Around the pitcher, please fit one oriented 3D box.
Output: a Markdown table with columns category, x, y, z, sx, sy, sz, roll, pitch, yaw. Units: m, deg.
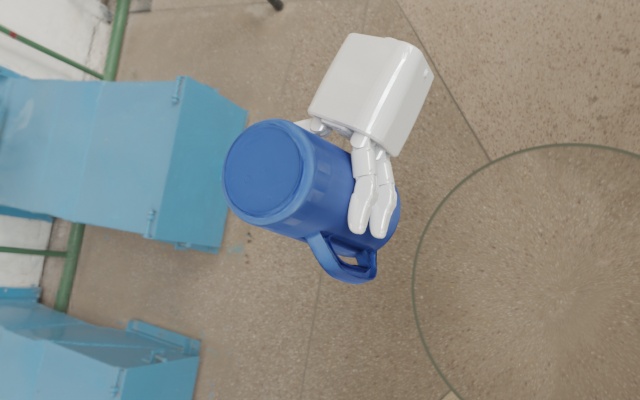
| category | x | y | z | sx | sy | sz | roll | pitch | yaw |
| --- | --- | --- | --- | --- | --- | --- | --- | --- | --- |
| pitcher | 0.000 | 0.002 | 0.558 | 0.149 | 0.145 | 0.243 | 28 | 3 | 28 |
